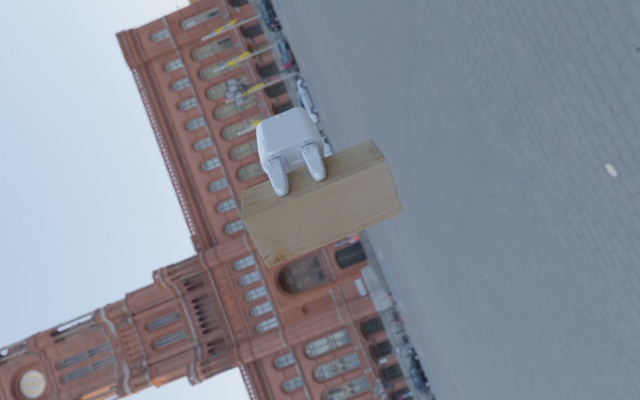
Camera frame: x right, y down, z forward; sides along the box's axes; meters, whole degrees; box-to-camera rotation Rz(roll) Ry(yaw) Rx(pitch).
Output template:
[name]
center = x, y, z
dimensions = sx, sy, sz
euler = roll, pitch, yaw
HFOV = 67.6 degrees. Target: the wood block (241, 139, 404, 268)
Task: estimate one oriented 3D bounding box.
[wood block]
center = 0.000, 0.002, 0.683
dimensions = 0.206, 0.091, 0.090
euler = -22, 29, 2
